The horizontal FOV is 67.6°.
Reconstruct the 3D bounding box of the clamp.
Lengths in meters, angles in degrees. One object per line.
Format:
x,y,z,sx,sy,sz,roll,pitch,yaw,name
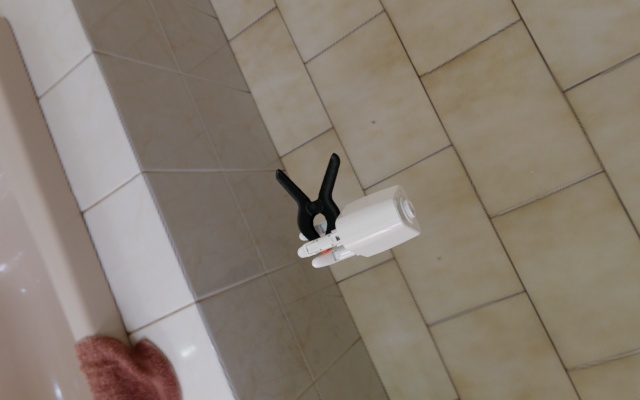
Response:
0.000,0.003,0.831,0.120,0.171,0.039,-24,-7,21,clamp
